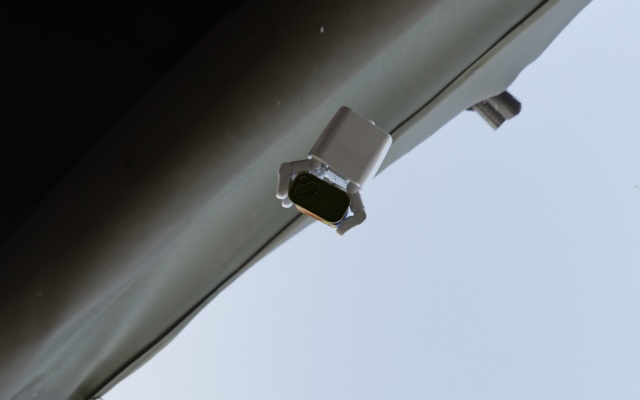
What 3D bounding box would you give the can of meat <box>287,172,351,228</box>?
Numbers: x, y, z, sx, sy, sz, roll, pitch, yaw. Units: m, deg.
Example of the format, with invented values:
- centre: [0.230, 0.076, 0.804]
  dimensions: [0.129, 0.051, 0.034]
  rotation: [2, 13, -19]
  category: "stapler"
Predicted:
- centre: [0.000, 0.003, 0.814]
  dimensions: [0.102, 0.057, 0.084]
  rotation: [28, -8, 9]
  category: "can of meat"
